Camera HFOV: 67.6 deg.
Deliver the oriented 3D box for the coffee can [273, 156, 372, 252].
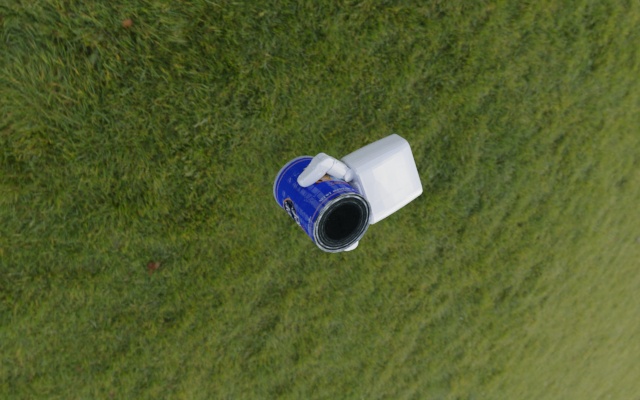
[{"bbox_3d":[0.000,0.002,0.761,0.103,0.103,0.140,0,27,-34],"label":"coffee can"}]
